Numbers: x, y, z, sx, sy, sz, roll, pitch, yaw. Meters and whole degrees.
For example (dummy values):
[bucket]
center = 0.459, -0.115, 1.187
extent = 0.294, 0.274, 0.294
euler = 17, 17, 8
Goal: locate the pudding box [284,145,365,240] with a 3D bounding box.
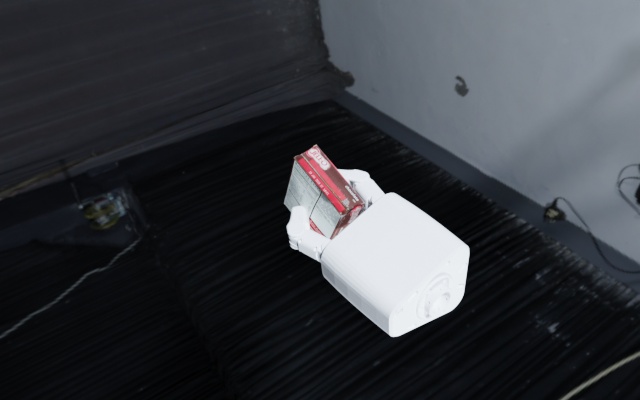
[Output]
[pudding box]
center = 0.000, 0.002, 0.570
extent = 0.039, 0.090, 0.113
euler = -30, -18, -26
